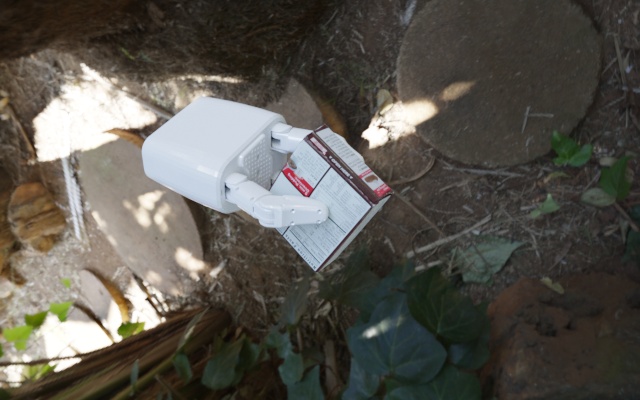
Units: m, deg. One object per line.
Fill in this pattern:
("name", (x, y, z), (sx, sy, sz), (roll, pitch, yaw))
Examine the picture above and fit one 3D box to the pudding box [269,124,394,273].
("pudding box", (0.000, 0.001, 0.445), (0.039, 0.090, 0.113), (-35, -14, -46))
